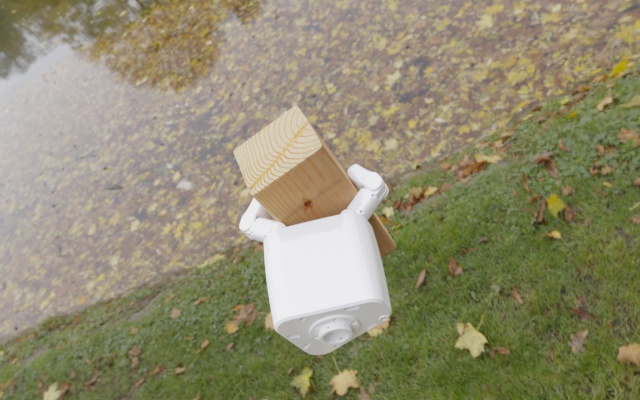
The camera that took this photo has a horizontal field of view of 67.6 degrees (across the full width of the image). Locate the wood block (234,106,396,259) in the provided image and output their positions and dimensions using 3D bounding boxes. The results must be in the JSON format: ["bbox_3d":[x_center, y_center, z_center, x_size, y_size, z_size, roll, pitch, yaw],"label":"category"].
[{"bbox_3d":[0.000,0.002,0.573,0.091,0.090,0.206,-35,-46,5],"label":"wood block"}]
